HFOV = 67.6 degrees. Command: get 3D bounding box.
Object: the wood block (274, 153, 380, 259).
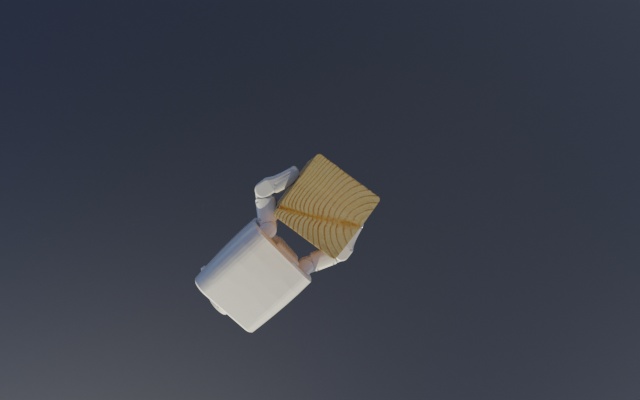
[{"bbox_3d":[0.000,0.003,0.638,0.091,0.090,0.206,37,0,-5],"label":"wood block"}]
